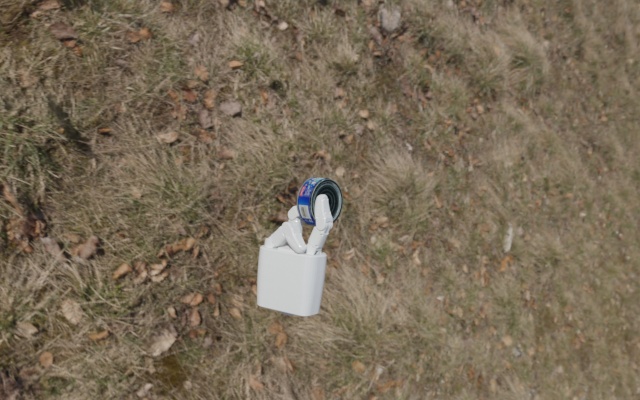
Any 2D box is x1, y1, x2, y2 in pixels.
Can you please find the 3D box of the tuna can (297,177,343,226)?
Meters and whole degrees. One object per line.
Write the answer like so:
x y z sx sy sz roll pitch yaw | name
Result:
0.001 0.003 0.832 0.034 0.086 0.086 6 4 43 | tuna can
